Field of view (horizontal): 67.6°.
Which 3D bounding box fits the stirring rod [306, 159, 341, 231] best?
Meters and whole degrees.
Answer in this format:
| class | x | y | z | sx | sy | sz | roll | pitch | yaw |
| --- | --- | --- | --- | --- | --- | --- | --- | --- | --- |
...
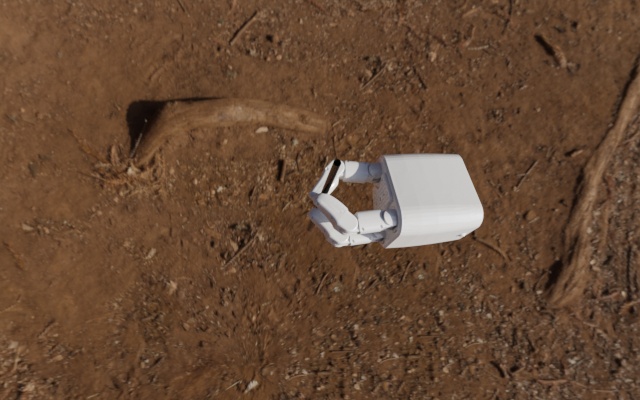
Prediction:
| class | x | y | z | sx | sy | sz | roll | pitch | yaw |
| --- | --- | --- | --- | --- | --- | --- | --- | --- | --- |
| stirring rod | 0.000 | 0.002 | 0.586 | 0.011 | 0.011 | 0.240 | 0 | -19 | -8 |
